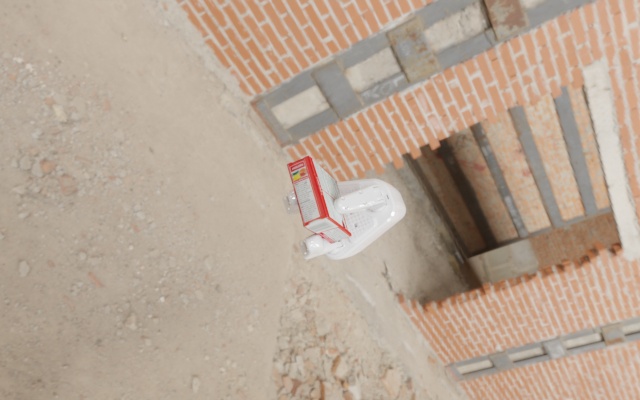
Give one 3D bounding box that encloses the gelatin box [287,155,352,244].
[{"bbox_3d":[0.000,0.001,0.520,0.030,0.073,0.089,-21,-22,14],"label":"gelatin box"}]
